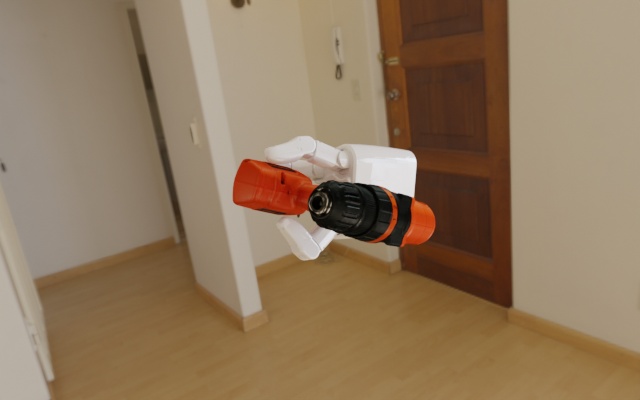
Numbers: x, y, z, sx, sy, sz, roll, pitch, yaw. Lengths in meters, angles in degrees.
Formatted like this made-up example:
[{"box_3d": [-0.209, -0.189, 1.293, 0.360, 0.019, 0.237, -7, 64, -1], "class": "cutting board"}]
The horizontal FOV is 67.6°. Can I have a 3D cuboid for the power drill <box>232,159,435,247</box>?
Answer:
[{"box_3d": [0.000, 0.001, 0.479, 0.187, 0.057, 0.184, 16, 0, 38], "class": "power drill"}]
